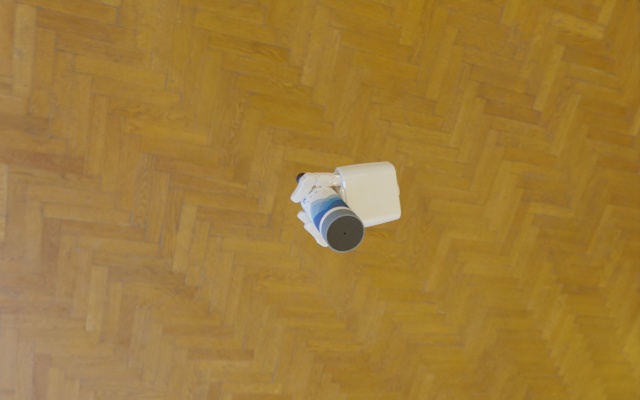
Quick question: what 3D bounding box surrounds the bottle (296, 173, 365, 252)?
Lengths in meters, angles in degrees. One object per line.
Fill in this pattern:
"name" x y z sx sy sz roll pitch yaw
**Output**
"bottle" 0.000 0.003 0.888 0.069 0.069 0.295 0 20 -16
